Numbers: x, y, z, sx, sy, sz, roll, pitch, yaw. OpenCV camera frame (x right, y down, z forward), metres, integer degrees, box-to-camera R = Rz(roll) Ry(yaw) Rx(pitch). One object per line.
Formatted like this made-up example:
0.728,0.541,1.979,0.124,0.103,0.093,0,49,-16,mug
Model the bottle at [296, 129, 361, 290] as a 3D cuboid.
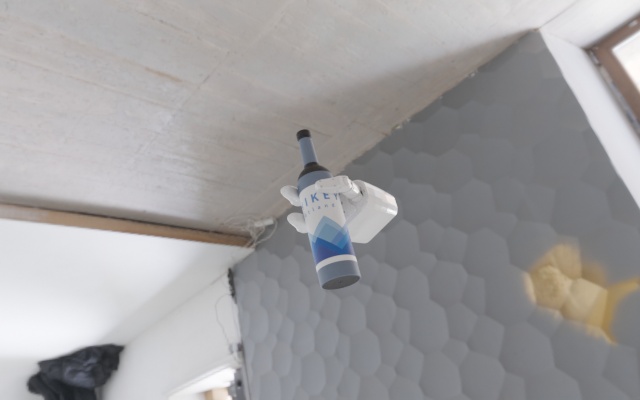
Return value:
0.000,0.003,0.821,0.069,0.295,0.069,-11,-27,-6,bottle
